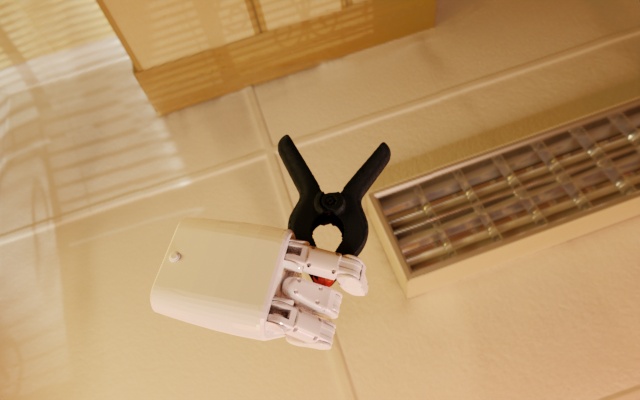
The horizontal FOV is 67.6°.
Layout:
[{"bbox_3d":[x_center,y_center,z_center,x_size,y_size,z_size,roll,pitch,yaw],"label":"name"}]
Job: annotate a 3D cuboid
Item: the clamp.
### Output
[{"bbox_3d":[0.000,0.002,0.482,0.120,0.171,0.039,9,-31,10],"label":"clamp"}]
